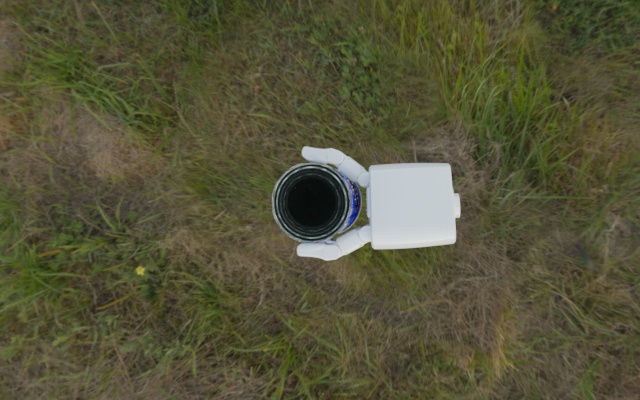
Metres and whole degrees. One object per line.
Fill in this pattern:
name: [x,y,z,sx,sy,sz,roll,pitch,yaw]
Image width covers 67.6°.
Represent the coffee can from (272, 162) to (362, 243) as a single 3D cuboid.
coffee can: [0.000,0.002,0.663,0.103,0.103,0.140,0,1,10]
